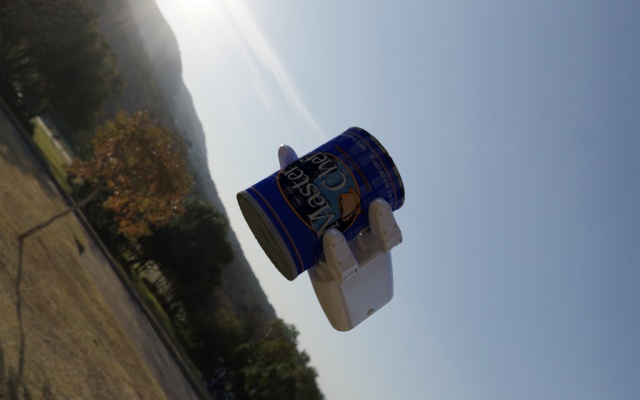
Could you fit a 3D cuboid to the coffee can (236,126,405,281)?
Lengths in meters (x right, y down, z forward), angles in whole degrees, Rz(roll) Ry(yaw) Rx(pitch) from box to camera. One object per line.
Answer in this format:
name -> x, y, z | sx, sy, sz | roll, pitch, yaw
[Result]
coffee can -> 0.000, 0.002, 0.491 | 0.140, 0.103, 0.103 | -32, 10, -16
